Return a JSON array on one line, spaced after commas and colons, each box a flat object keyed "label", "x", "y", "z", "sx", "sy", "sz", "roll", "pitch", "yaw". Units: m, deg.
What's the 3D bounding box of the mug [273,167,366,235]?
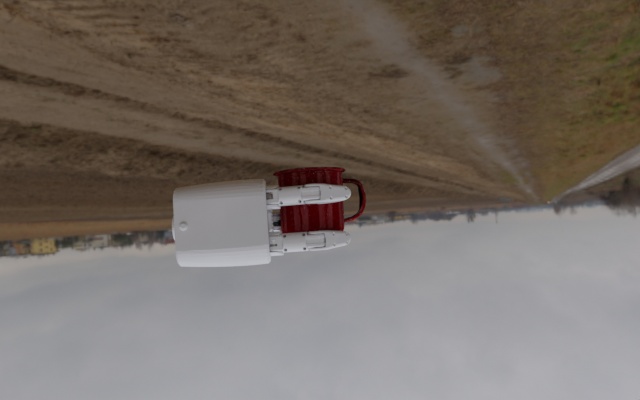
[{"label": "mug", "x": 0.002, "y": 0.002, "z": 0.614, "sx": 0.117, "sy": 0.081, "sz": 0.093, "roll": -3, "pitch": -2, "yaw": -3}]
